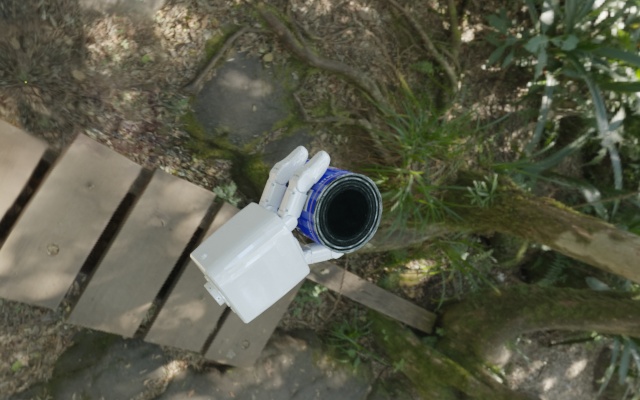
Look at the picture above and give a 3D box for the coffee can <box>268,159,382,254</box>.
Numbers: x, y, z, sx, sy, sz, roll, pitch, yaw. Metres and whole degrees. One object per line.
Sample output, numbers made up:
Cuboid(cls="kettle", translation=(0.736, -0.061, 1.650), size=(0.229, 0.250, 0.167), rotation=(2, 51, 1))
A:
Cuboid(cls="coffee can", translation=(0.000, 0.002, 0.646), size=(0.103, 0.103, 0.140), rotation=(0, 12, -32))
